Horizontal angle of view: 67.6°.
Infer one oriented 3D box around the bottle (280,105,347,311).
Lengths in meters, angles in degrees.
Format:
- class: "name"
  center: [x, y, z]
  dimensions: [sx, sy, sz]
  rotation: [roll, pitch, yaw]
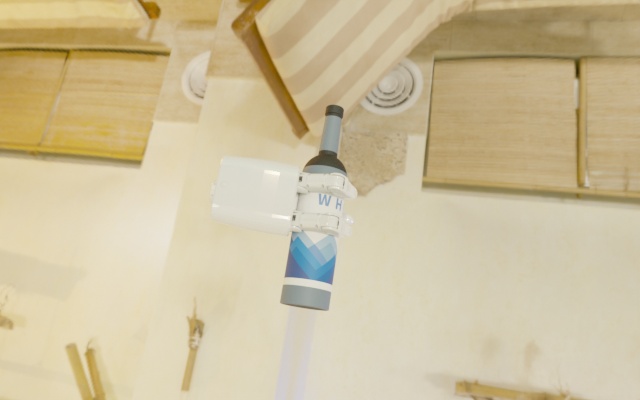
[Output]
- class: "bottle"
  center: [0.000, 0.002, 0.676]
  dimensions: [0.069, 0.295, 0.069]
  rotation: [8, -16, 2]
